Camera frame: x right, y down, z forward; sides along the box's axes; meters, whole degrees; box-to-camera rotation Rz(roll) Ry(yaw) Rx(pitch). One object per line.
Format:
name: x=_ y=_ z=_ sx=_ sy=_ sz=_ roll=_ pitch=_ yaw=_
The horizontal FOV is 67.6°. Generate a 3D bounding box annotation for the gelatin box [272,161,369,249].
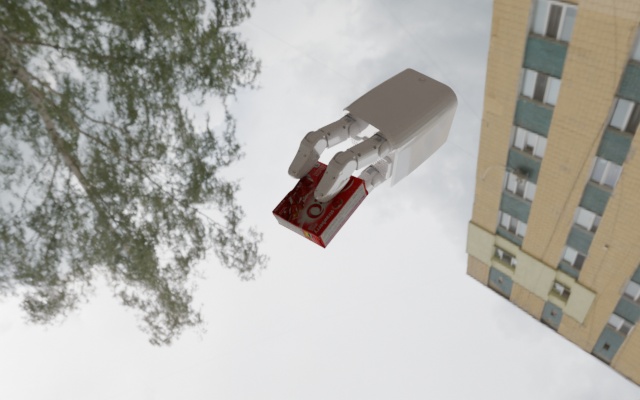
gelatin box: x=0.000 y=0.002 z=0.549 sx=0.073 sy=0.089 sz=0.030 roll=26 pitch=-24 yaw=33
